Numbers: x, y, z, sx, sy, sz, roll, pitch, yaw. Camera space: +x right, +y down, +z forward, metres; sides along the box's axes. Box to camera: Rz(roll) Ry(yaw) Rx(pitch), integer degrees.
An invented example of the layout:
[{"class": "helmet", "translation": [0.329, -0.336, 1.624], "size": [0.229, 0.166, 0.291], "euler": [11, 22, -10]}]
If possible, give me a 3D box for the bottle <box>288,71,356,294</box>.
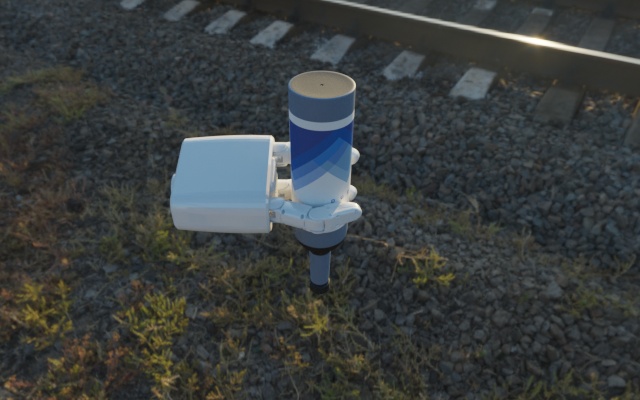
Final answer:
[{"class": "bottle", "translation": [0.000, 0.002, 0.558], "size": [0.069, 0.296, 0.069], "euler": [0, 38, 0]}]
